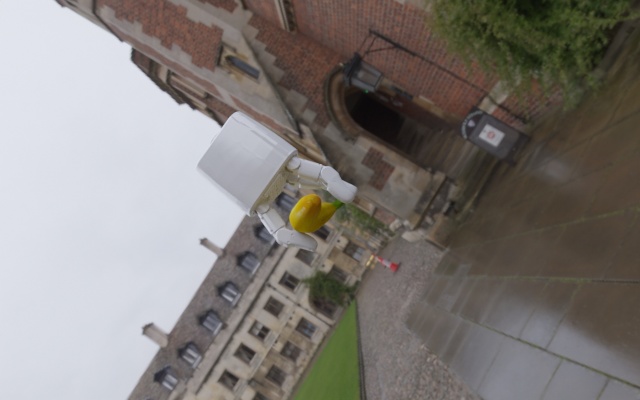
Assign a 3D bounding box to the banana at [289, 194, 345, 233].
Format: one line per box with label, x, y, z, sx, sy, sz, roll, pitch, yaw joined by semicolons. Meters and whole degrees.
banana;-0.011;0.016;0.654;0.037;0.069;0.198;42;8;8
